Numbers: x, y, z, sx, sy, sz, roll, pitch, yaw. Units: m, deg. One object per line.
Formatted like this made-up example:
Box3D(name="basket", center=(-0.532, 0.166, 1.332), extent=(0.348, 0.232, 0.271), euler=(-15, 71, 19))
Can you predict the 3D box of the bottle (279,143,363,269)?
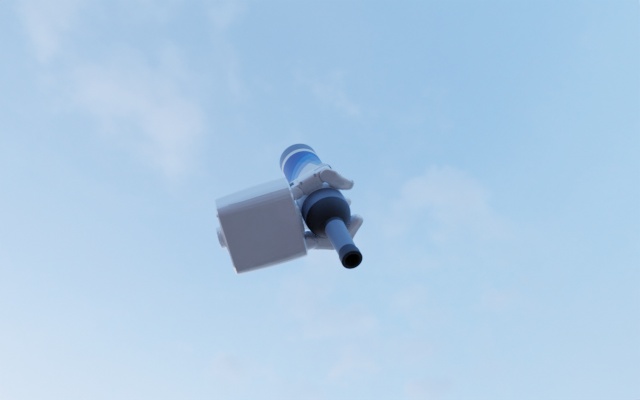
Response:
Box3D(name="bottle", center=(0.000, 0.002, 0.700), extent=(0.069, 0.069, 0.295), euler=(0, 28, -17))
